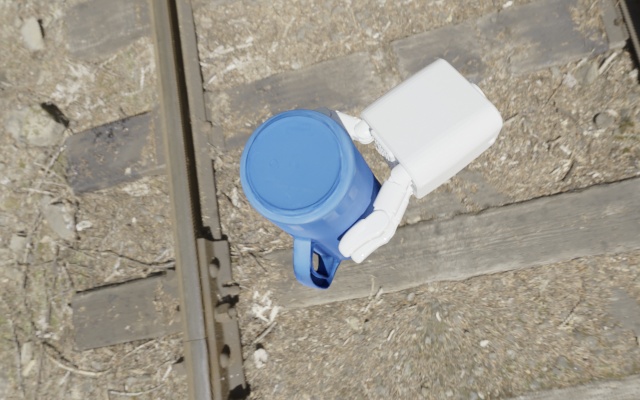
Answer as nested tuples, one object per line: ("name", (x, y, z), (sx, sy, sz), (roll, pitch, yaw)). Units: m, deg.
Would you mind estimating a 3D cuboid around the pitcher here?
("pitcher", (0.000, 0.002, 0.531), (0.145, 0.149, 0.243), (-34, -16, 4))
